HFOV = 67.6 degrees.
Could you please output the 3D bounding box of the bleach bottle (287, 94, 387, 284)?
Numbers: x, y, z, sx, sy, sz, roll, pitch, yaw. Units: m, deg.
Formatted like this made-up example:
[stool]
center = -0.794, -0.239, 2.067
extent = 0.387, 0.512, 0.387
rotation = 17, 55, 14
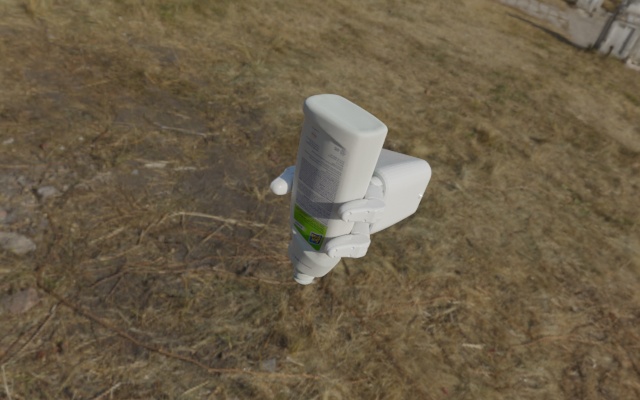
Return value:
[bleach bottle]
center = 0.000, 0.002, 0.605
extent = 0.068, 0.251, 0.102
rotation = -19, 47, -42
